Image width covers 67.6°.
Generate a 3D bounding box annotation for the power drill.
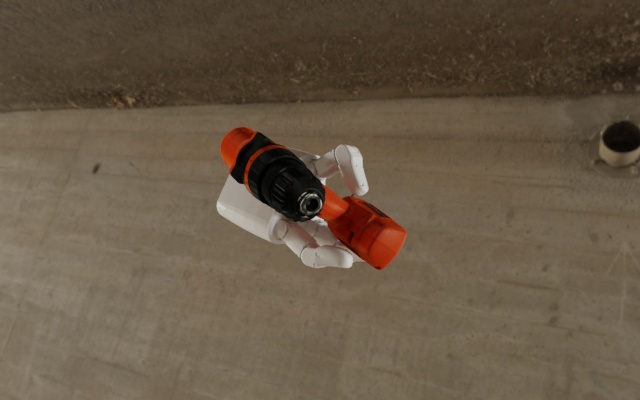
[{"bbox_3d":[0.000,0.002,0.472,0.188,0.057,0.184,34,4,-35],"label":"power drill"}]
